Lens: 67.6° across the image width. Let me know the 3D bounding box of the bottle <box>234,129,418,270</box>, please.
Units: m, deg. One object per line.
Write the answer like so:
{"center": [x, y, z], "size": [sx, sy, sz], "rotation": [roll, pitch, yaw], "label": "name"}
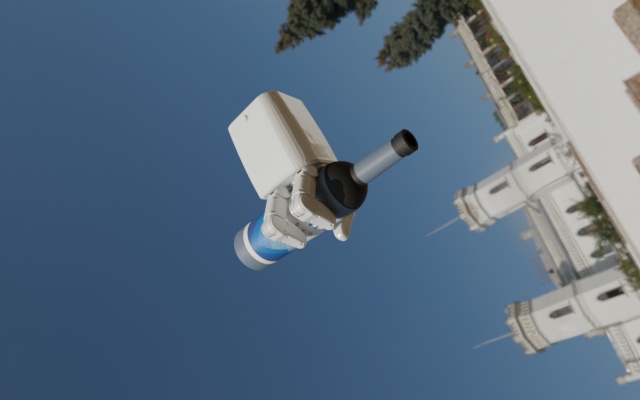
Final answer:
{"center": [0.000, 0.002, 0.602], "size": [0.069, 0.069, 0.296], "rotation": [0, -28, -48], "label": "bottle"}
